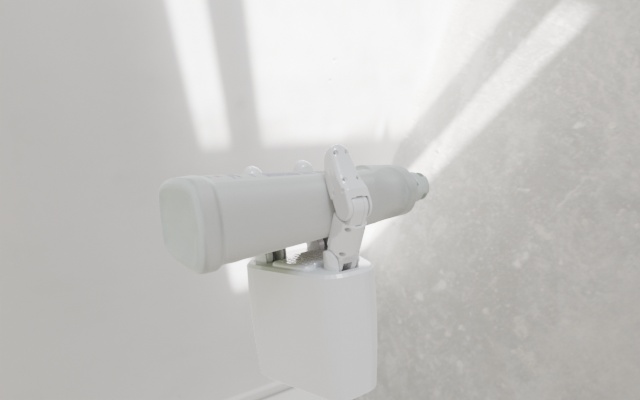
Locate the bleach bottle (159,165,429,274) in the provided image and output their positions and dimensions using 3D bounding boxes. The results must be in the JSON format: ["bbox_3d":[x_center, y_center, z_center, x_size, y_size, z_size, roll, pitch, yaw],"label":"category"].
[{"bbox_3d":[0.000,0.001,0.412,0.251,0.068,0.102,-8,8,-32],"label":"bleach bottle"}]
